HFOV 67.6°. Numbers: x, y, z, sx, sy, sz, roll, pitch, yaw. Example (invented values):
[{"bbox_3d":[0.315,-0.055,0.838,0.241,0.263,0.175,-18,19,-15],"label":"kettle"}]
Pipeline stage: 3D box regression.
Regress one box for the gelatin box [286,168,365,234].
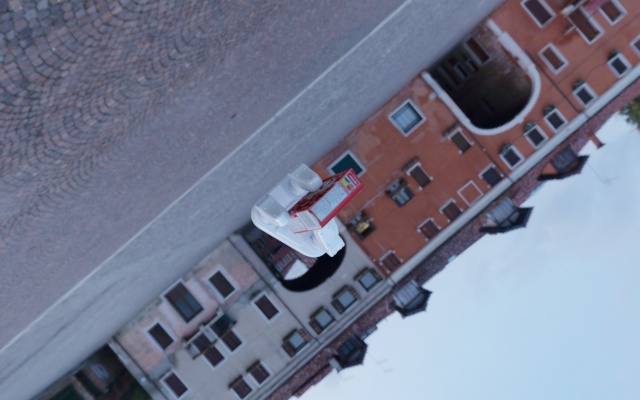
[{"bbox_3d":[0.001,0.002,0.549,0.073,0.030,0.089,-43,10,-23],"label":"gelatin box"}]
